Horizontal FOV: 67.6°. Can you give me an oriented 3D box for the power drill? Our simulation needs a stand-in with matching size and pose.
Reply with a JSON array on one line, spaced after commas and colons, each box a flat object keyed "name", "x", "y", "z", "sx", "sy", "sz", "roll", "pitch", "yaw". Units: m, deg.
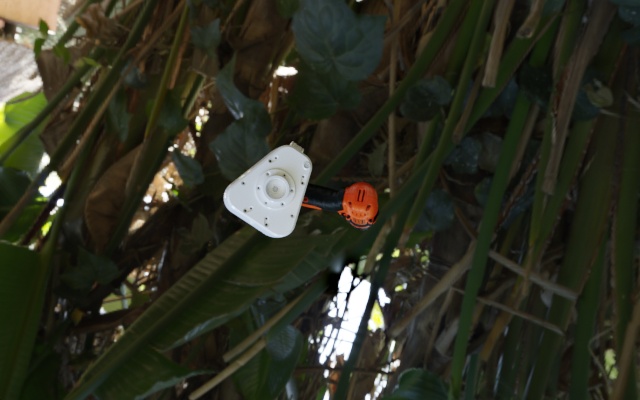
[{"name": "power drill", "x": 0.000, "y": 0.002, "z": 0.760, "sx": 0.187, "sy": 0.057, "sz": 0.184, "roll": 8, "pitch": -15, "yaw": 7}]
